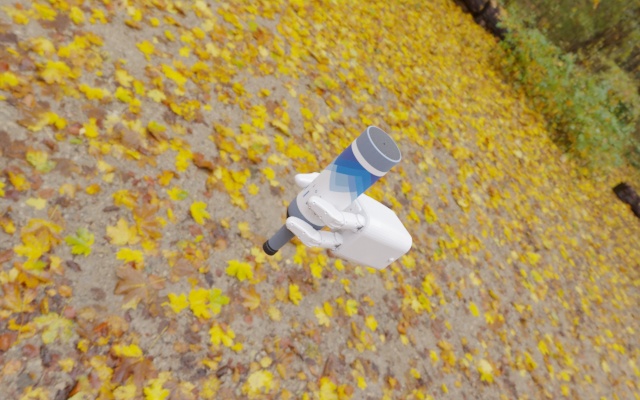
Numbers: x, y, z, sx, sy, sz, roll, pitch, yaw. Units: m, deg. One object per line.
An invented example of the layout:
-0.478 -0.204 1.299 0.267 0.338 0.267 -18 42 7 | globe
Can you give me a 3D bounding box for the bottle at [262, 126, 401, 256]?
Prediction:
0.000 0.002 0.759 0.069 0.069 0.296 0 -35 -49 | bottle
